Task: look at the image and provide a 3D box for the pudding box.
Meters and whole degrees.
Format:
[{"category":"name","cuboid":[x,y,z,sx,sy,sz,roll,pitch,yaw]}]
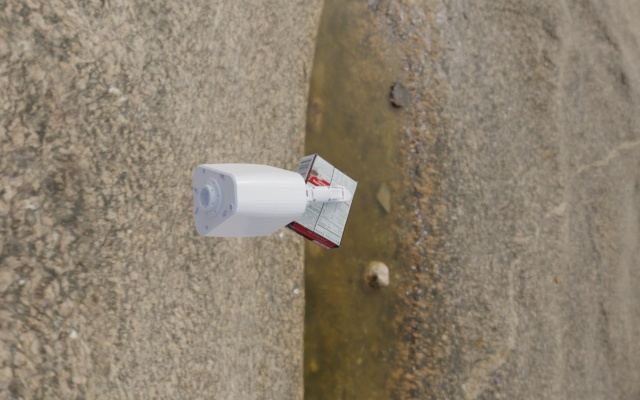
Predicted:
[{"category":"pudding box","cuboid":[0.000,0.002,0.690,0.090,0.113,0.039,32,-25,-31]}]
